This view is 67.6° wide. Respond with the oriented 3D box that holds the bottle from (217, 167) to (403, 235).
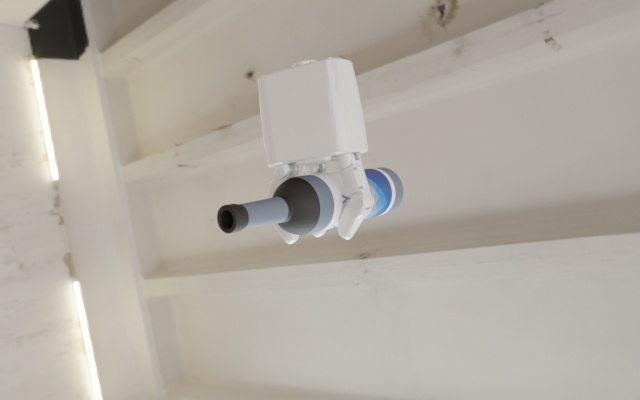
[{"bbox_3d":[0.000,0.002,0.564,0.069,0.069,0.295,0,6,37],"label":"bottle"}]
